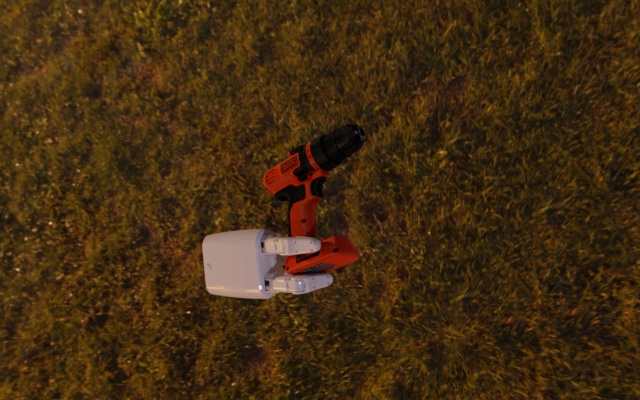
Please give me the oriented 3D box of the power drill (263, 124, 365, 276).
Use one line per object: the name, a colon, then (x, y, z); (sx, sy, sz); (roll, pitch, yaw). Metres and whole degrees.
power drill: (0.000, 0.003, 0.674); (0.184, 0.187, 0.057); (-29, -32, 35)
